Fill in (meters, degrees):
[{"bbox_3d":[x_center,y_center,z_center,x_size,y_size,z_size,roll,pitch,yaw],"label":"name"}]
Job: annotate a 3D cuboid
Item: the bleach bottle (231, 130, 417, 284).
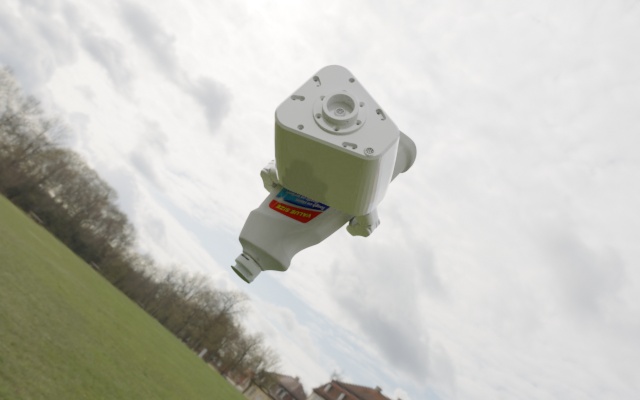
[{"bbox_3d":[0.000,0.002,0.561,0.102,0.250,0.068,37,-22,17],"label":"bleach bottle"}]
